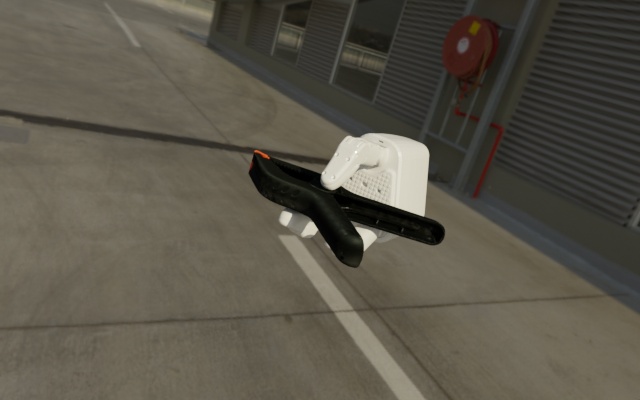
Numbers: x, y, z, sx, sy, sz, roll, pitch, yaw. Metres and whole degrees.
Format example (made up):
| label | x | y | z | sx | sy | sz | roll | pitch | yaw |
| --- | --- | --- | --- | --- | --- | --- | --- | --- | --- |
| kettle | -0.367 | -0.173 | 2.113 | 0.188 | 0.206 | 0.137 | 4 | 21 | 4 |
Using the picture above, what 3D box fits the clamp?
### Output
| label | x | y | z | sx | sy | sz | roll | pitch | yaw |
| --- | --- | --- | --- | --- | --- | --- | --- | --- | --- |
| clamp | 0.000 | 0.001 | 0.456 | 0.210 | 0.036 | 0.164 | 26 | 17 | 26 |
